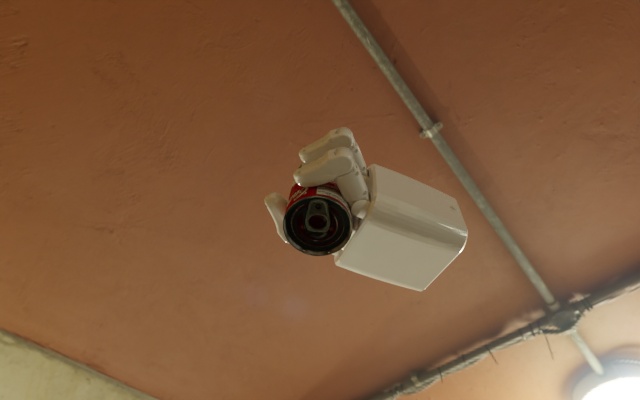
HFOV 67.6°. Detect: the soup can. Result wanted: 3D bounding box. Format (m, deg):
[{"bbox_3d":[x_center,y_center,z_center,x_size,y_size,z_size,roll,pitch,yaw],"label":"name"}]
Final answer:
[{"bbox_3d":[0.000,0.001,0.505,0.068,0.068,0.102,0,29,4],"label":"soup can"}]
